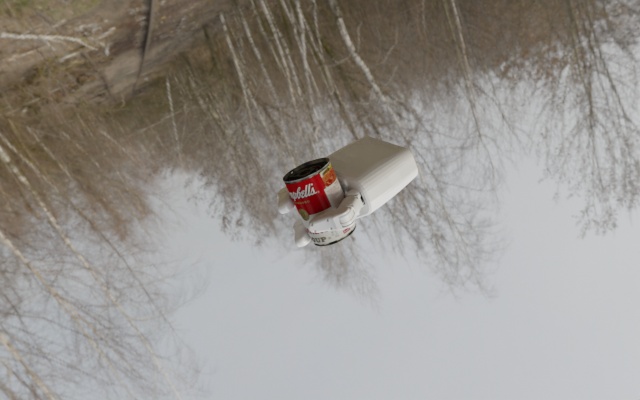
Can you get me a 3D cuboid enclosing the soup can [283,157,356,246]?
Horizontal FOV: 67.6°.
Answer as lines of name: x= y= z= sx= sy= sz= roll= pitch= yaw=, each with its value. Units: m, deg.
soup can: x=0.000 y=0.003 z=0.647 sx=0.068 sy=0.102 sz=0.068 roll=-21 pitch=19 yaw=8
